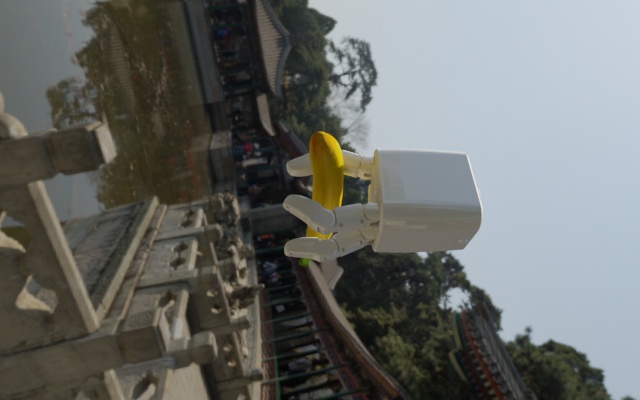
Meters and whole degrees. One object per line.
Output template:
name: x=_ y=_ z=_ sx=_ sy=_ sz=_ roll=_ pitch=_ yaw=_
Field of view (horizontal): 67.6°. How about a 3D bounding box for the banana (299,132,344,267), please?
banana: x=0.004 y=-0.008 z=0.543 sx=0.037 sy=0.198 sz=0.069 roll=12 pitch=43 yaw=8
